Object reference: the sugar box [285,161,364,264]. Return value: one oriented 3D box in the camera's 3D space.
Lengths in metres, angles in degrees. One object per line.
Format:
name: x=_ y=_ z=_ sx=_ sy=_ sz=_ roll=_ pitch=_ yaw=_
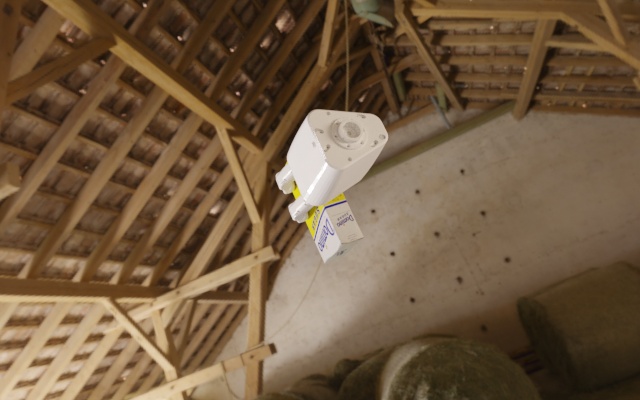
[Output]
sugar box: x=0.000 y=0.002 z=0.753 sx=0.048 sy=0.176 sz=0.093 roll=-15 pitch=-20 yaw=-23
